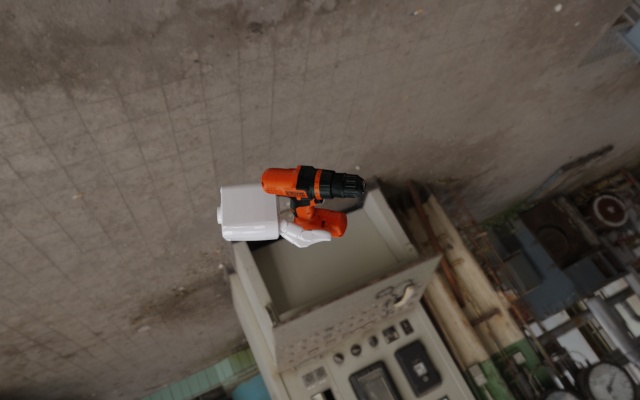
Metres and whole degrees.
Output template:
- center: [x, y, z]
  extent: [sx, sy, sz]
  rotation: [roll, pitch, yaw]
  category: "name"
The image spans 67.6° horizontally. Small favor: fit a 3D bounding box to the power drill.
- center: [0.000, 0.003, 0.879]
  extent: [0.184, 0.057, 0.188]
  rotation: [6, -29, 16]
  category: "power drill"
